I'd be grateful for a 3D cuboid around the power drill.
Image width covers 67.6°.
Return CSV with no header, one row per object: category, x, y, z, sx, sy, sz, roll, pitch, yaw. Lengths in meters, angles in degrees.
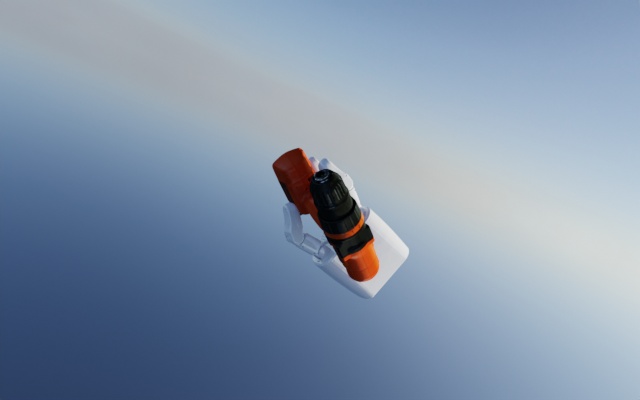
power drill,0.000,0.002,0.637,0.057,0.185,0.187,-30,40,-8
